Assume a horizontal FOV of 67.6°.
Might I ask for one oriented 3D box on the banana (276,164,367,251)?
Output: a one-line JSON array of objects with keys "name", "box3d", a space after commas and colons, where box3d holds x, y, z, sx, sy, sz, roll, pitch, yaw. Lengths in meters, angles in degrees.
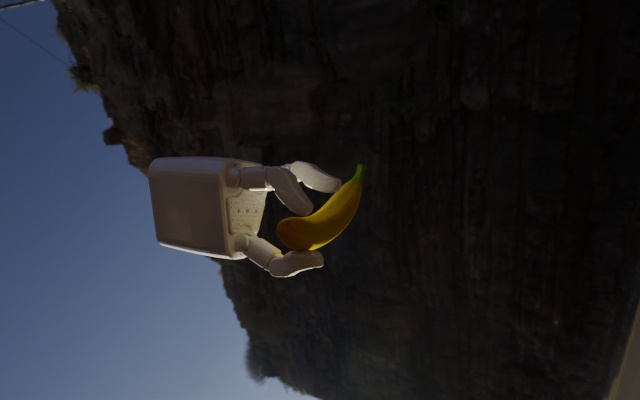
[{"name": "banana", "box3d": [0.003, 0.018, 0.550, 0.037, 0.070, 0.197, 8, 26, 25]}]
